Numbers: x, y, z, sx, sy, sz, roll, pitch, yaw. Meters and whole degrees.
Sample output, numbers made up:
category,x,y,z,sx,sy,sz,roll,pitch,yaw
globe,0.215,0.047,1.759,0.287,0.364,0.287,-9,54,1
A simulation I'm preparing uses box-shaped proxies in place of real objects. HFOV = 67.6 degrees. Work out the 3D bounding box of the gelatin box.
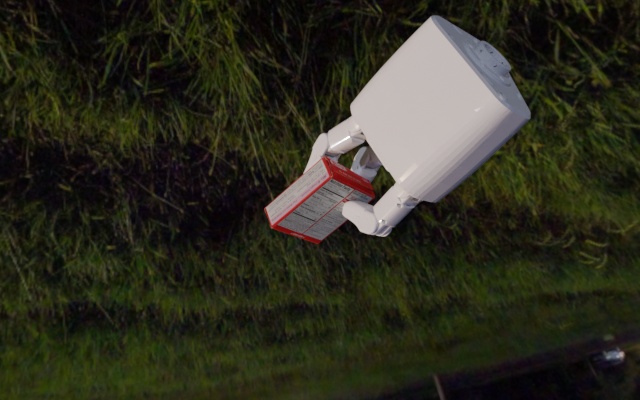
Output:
category,x,y,z,sx,sy,sz,roll,pitch,yaw
gelatin box,0.000,0.002,0.486,0.089,0.030,0.073,-41,-39,23
